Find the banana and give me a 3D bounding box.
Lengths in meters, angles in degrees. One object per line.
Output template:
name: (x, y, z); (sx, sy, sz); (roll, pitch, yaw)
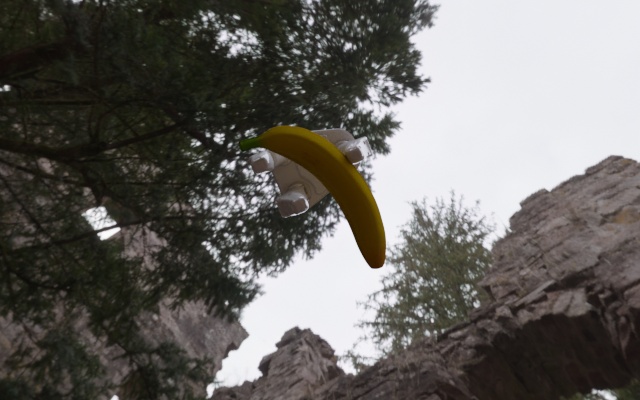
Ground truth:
banana: (0.010, -0.014, 0.498); (0.198, 0.069, 0.037); (42, 0, -7)
